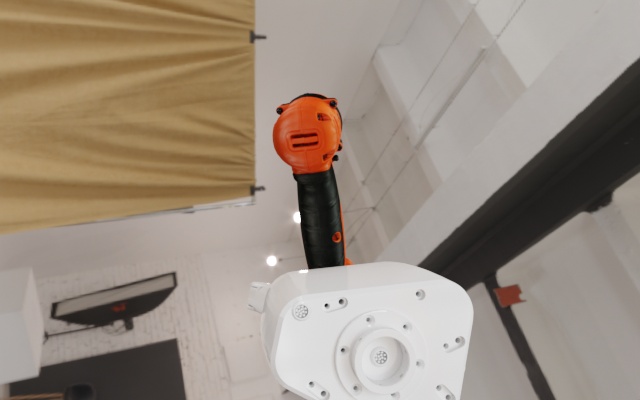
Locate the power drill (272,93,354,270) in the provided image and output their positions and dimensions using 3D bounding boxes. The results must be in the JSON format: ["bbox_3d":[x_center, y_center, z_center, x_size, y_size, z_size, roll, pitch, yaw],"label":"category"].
[{"bbox_3d":[0.000,0.002,0.418,0.057,0.188,0.184,-8,14,6],"label":"power drill"}]
